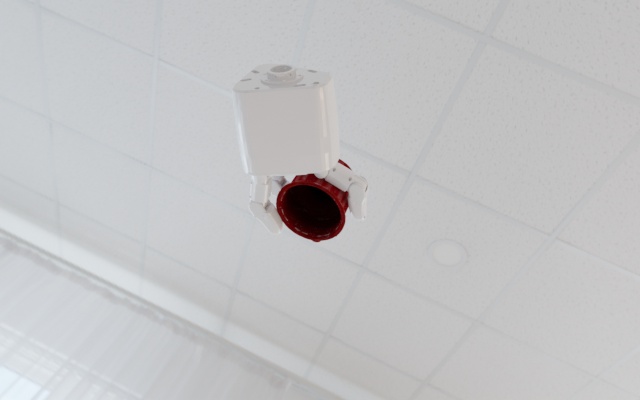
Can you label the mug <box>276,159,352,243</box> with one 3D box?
[{"bbox_3d":[0.000,0.003,0.638,0.093,0.117,0.081,9,38,17],"label":"mug"}]
